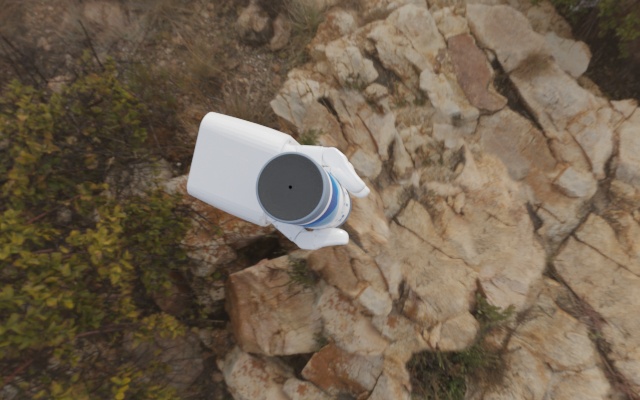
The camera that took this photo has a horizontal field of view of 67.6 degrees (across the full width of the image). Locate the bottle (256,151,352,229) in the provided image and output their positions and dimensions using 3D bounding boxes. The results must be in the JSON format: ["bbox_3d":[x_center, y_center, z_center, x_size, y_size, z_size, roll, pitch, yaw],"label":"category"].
[{"bbox_3d":[0.000,0.002,0.577,0.069,0.069,0.296,0,-5,11],"label":"bottle"}]
